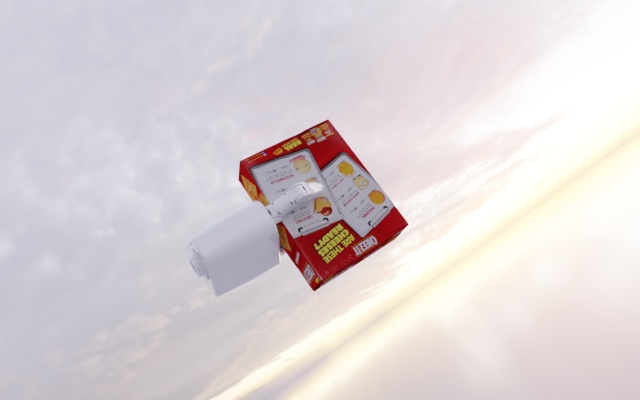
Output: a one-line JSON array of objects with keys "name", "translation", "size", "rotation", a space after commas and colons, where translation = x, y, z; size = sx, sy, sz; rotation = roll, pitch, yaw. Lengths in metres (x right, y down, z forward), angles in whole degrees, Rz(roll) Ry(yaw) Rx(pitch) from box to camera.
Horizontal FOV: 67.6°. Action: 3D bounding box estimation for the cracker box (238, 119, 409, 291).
[{"name": "cracker box", "translation": [0.000, 0.002, 0.722], "size": [0.164, 0.213, 0.072], "rotation": [-29, -16, -23]}]
